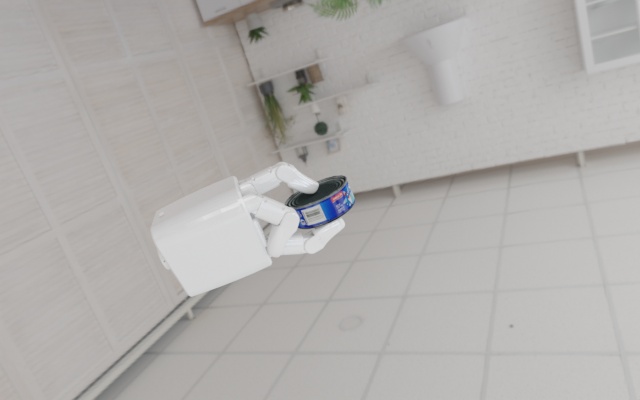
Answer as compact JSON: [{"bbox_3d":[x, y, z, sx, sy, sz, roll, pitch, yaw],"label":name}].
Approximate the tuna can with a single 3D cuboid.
[{"bbox_3d":[0.000,0.002,0.611,0.086,0.034,0.086,-22,17,7],"label":"tuna can"}]
